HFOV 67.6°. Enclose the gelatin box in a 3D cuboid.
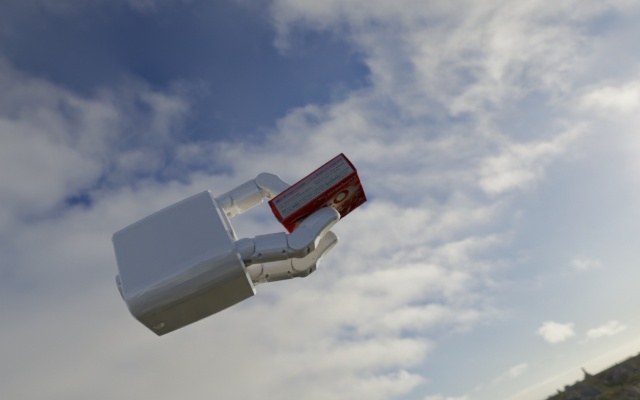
[{"bbox_3d":[0.000,0.001,0.482,0.089,0.030,0.073,-35,-27,-2],"label":"gelatin box"}]
